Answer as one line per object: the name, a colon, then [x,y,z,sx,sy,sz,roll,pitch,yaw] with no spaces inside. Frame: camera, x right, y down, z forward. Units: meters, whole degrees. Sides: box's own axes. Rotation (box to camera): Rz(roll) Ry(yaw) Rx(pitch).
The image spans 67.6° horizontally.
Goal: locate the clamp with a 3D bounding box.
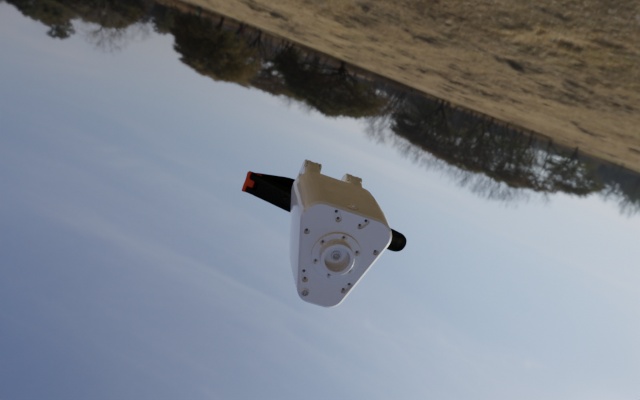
clamp: [-0.001,0.003,0.641,0.210,0.036,0.164,18,13,-11]
